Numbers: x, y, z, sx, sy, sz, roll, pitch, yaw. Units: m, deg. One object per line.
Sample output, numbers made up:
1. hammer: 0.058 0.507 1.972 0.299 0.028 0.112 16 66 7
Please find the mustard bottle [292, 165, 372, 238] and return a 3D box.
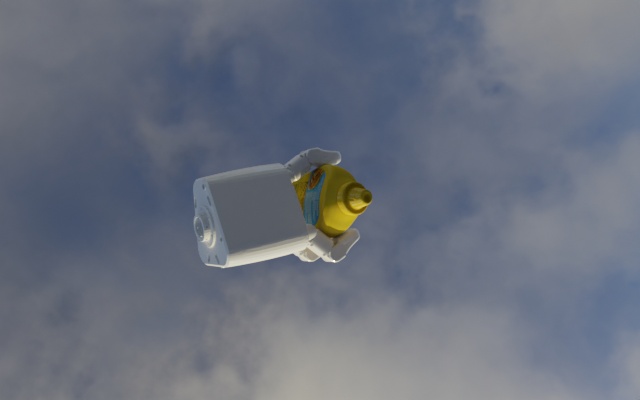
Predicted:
1. mustard bottle: 0.000 0.002 0.636 0.058 0.096 0.191 17 -13 -32
